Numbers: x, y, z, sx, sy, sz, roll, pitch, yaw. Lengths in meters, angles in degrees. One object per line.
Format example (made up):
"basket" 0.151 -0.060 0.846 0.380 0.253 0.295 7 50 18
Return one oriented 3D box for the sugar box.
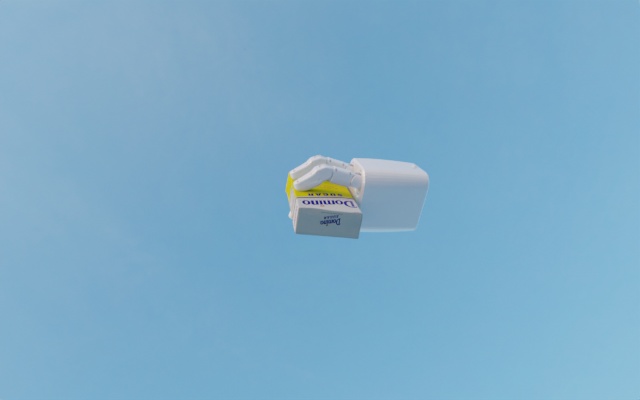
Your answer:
"sugar box" 0.000 0.002 0.732 0.093 0.048 0.176 5 16 -11
